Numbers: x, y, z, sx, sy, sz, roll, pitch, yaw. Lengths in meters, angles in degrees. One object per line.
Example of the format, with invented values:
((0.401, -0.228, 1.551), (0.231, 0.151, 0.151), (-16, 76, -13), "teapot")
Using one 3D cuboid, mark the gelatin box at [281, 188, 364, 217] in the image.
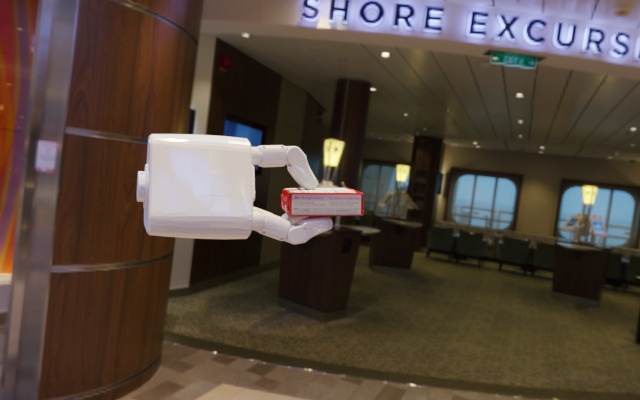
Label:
((0.000, 0.001, 0.574), (0.089, 0.030, 0.073), (-1, 5, -10), "gelatin box")
